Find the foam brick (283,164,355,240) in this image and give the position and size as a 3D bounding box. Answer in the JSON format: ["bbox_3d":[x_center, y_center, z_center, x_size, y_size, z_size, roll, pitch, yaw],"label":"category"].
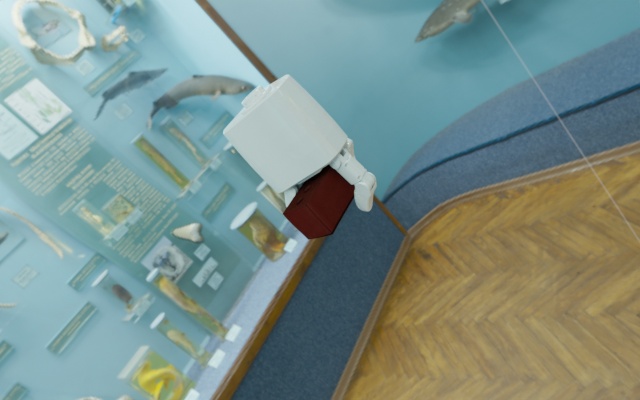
[{"bbox_3d":[0.000,0.002,0.600,0.051,0.078,0.053,46,-37,-20],"label":"foam brick"}]
